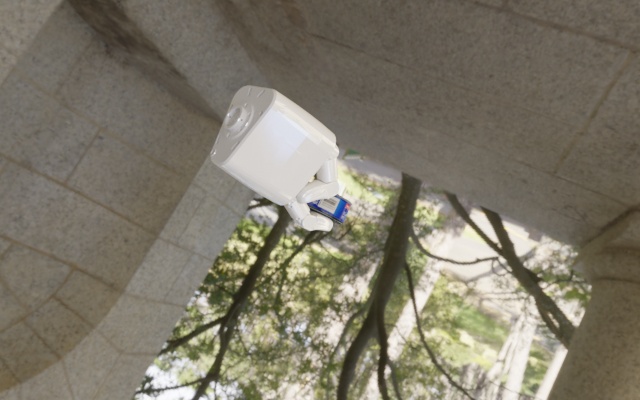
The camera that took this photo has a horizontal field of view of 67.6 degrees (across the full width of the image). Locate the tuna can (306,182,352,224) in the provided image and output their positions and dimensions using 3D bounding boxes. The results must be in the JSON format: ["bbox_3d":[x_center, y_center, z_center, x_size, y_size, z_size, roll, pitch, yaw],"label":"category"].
[{"bbox_3d":[0.000,0.003,0.687,0.086,0.034,0.086,25,-5,2],"label":"tuna can"}]
